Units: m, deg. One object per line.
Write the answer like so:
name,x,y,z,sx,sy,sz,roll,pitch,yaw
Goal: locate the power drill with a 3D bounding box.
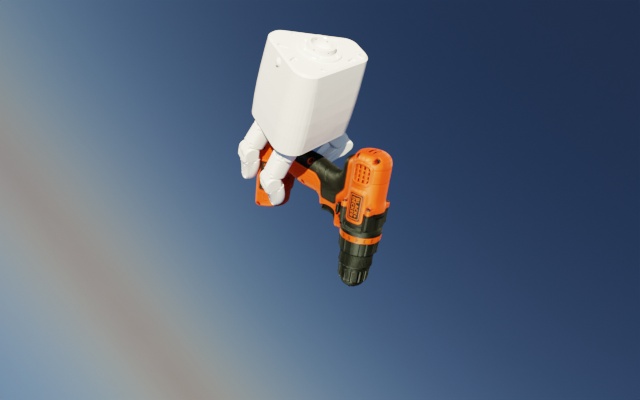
power drill,0.000,0.002,0.625,0.187,0.184,0.057,24,27,30
